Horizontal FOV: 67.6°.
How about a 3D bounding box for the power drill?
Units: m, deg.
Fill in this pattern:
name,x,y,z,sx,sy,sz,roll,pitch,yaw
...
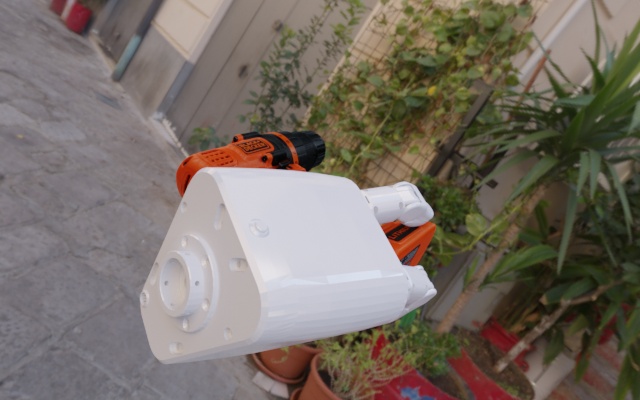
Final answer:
name,x,y,z,sx,sy,sz,roll,pitch,yaw
power drill,0.000,0.002,0.414,0.187,0.057,0.184,32,32,22
